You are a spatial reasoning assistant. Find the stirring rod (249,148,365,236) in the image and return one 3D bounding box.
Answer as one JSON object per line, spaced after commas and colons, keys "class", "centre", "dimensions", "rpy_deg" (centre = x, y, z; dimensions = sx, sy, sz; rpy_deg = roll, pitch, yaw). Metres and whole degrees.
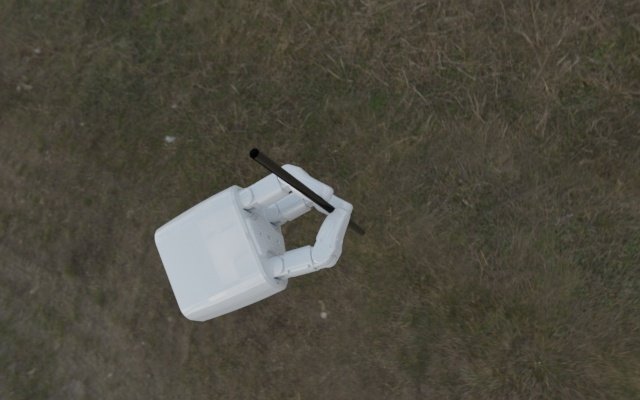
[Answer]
{"class": "stirring rod", "centre": [0.000, 0.002, 0.448], "dimensions": [0.011, 0.011, 0.240], "rpy_deg": [0, -17, 25]}
